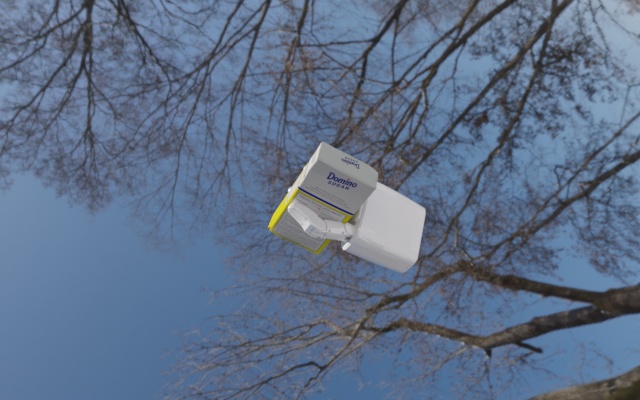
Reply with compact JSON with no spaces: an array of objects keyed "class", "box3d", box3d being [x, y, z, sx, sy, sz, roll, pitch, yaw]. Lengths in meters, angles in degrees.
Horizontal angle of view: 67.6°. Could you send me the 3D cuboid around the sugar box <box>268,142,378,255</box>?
[{"class":"sugar box","box3d":[0.000,0.002,0.700,0.093,0.048,0.176,27,-48,-12]}]
